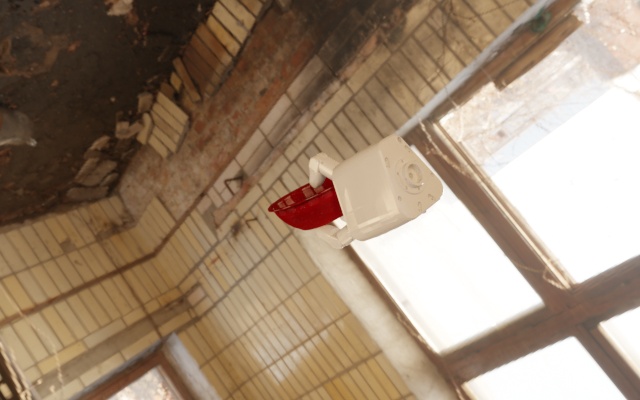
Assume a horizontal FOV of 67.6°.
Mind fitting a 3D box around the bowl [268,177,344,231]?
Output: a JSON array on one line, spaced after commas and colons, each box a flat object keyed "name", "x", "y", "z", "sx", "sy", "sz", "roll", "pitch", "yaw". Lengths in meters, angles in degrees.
[{"name": "bowl", "x": 0.000, "y": 0.003, "z": 0.757, "sx": 0.162, "sy": 0.055, "sz": 0.162, "roll": -24, "pitch": 10, "yaw": 5}]
